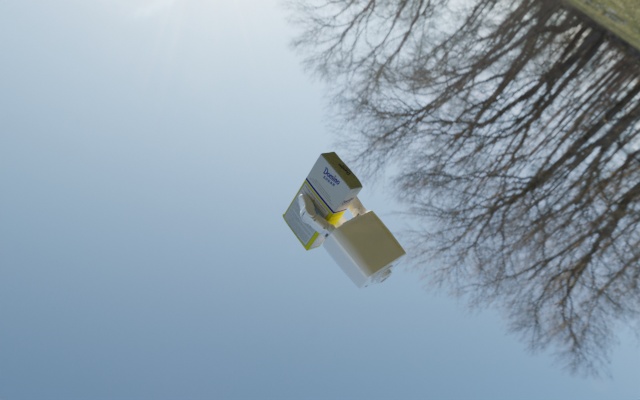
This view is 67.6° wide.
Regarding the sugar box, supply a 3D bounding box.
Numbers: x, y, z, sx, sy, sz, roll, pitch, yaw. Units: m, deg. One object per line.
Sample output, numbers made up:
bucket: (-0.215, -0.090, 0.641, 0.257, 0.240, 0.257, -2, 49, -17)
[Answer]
sugar box: (0.001, 0.003, 0.898, 0.048, 0.093, 0.176, -12, -33, -47)
